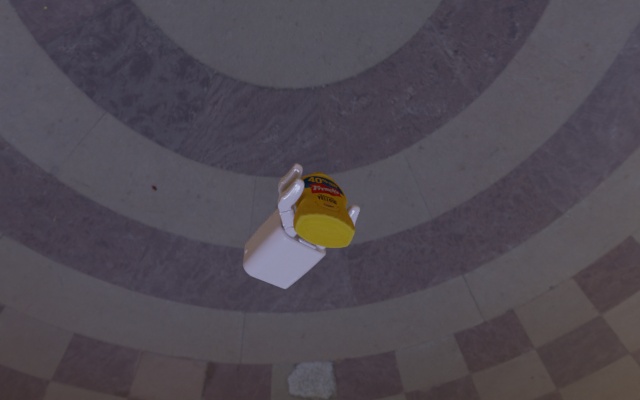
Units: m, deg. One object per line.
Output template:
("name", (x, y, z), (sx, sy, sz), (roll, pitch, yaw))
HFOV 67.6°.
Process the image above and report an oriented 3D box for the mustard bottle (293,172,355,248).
("mustard bottle", (0.000, 0.003, 0.816), (0.096, 0.058, 0.191), (15, 27, -13))
